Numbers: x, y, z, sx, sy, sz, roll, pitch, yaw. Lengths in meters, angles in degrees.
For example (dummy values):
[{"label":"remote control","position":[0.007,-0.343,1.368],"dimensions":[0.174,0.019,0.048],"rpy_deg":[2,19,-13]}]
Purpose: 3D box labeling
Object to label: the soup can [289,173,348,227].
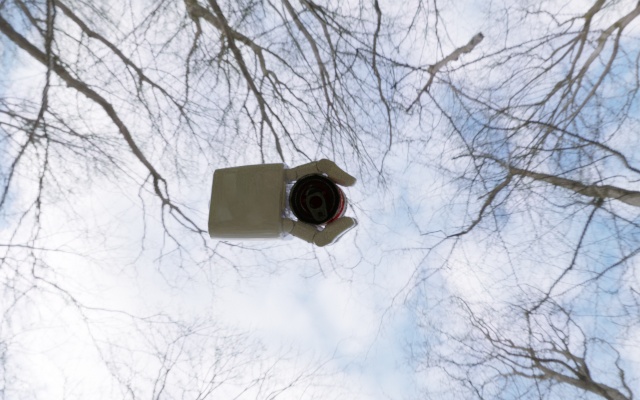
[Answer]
[{"label":"soup can","position":[0.001,0.002,0.665],"dimensions":[0.068,0.068,0.102],"rpy_deg":[0,-4,10]}]
